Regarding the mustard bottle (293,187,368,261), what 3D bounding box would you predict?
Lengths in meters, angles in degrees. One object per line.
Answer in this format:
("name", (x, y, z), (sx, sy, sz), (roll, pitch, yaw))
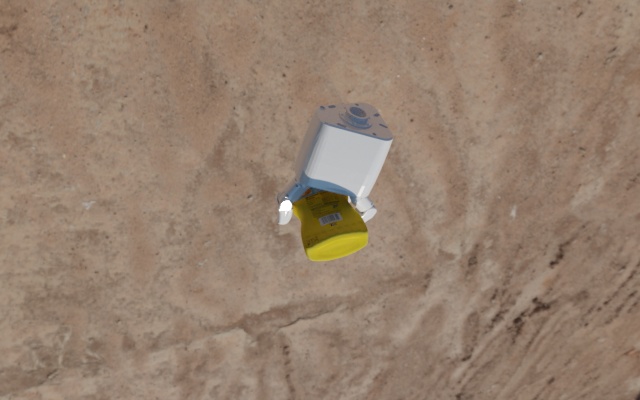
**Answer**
("mustard bottle", (0.000, 0.003, 0.752), (0.096, 0.191, 0.058), (-16, -42, -6))
